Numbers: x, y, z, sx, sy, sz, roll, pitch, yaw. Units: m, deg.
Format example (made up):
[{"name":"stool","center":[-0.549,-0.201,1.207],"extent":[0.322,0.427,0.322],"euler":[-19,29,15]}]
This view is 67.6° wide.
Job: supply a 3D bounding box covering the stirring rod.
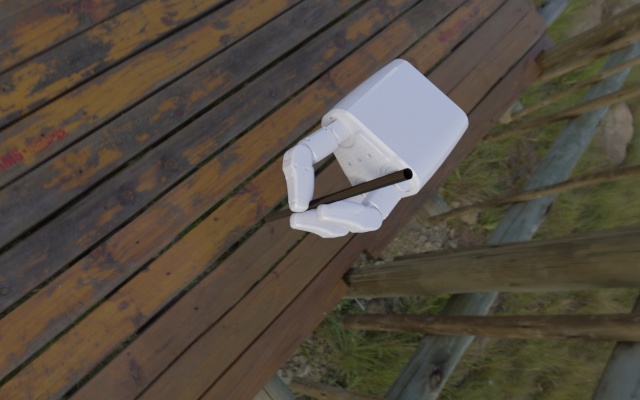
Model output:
[{"name":"stirring rod","center":[0.000,0.001,0.414],"extent":[0.011,0.011,0.239],"euler":[0,-9,-29]}]
